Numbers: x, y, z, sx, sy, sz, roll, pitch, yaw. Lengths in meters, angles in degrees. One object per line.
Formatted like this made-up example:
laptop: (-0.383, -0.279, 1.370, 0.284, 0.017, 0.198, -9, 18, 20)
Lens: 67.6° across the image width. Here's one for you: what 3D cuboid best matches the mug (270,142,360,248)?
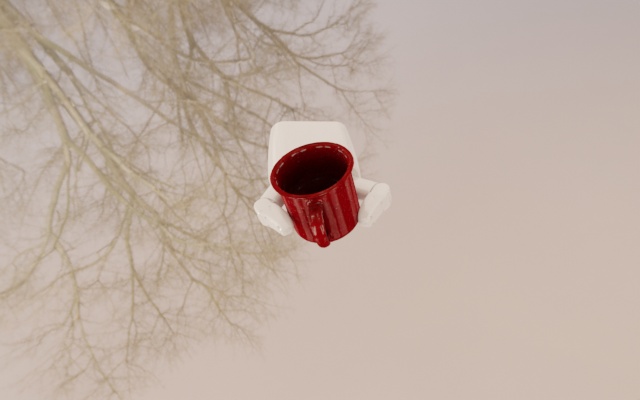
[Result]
mug: (0.000, 0.003, 0.529, 0.093, 0.082, 0.117, -13, 42, 6)
